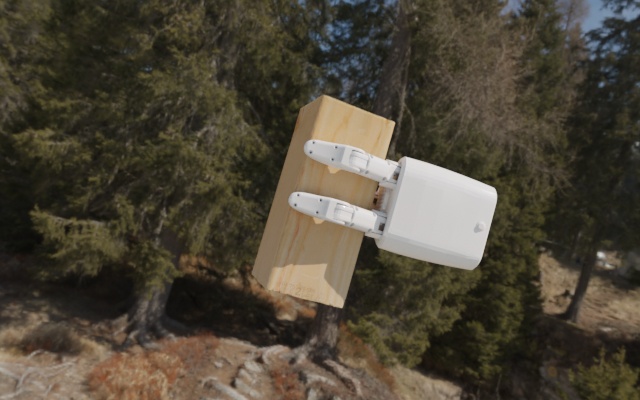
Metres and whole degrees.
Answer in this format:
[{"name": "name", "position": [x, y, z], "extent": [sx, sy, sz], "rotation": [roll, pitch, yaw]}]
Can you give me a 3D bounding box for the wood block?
[{"name": "wood block", "position": [0.000, 0.002, 0.536], "extent": [0.090, 0.206, 0.091], "rotation": [17, -4, -16]}]
